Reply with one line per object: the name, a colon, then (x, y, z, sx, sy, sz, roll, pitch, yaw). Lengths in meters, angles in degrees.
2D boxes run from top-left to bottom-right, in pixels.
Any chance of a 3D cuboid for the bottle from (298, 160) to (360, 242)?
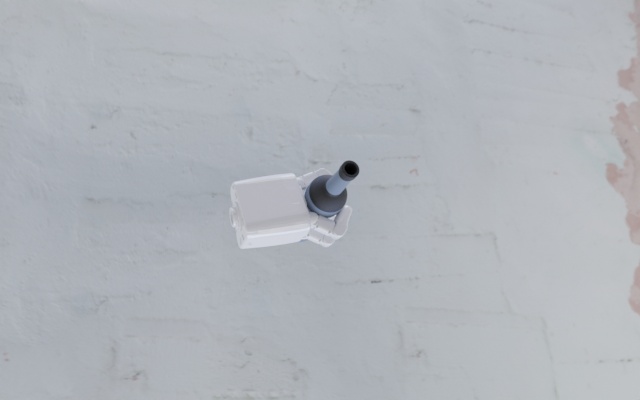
bottle: (0.000, 0.003, 0.809, 0.069, 0.069, 0.296, 0, -19, -18)
